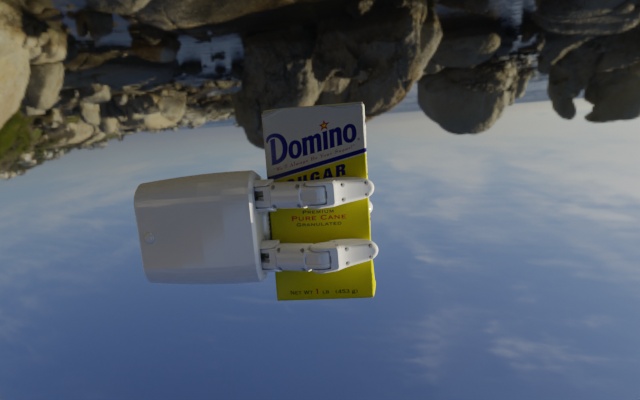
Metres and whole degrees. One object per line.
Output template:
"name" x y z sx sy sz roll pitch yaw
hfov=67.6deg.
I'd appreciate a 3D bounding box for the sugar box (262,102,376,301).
"sugar box" 0.000 0.002 0.443 0.093 0.176 0.048 -4 10 6
